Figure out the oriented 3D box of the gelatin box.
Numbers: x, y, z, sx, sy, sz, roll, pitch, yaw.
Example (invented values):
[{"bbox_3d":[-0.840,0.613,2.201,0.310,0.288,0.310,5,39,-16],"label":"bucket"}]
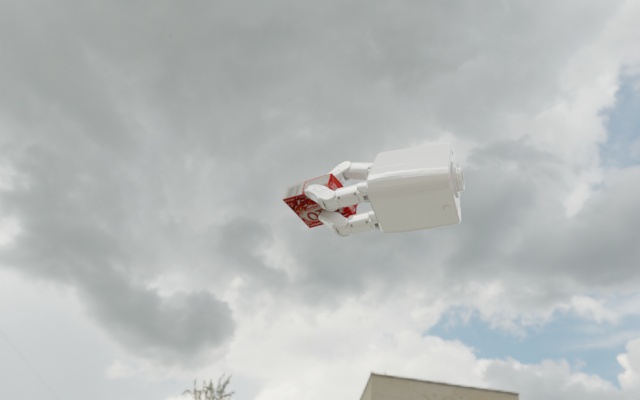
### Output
[{"bbox_3d":[0.000,0.002,0.716,0.089,0.030,0.073,-16,-48,33],"label":"gelatin box"}]
